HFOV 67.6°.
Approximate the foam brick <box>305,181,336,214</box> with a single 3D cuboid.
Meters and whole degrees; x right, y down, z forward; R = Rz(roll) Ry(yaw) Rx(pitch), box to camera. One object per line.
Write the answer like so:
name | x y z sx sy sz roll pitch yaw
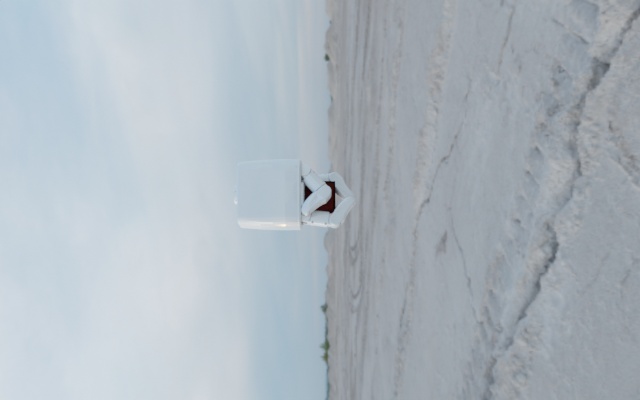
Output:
foam brick | 0.000 0.003 0.832 0.051 0.053 0.078 0 -19 1
